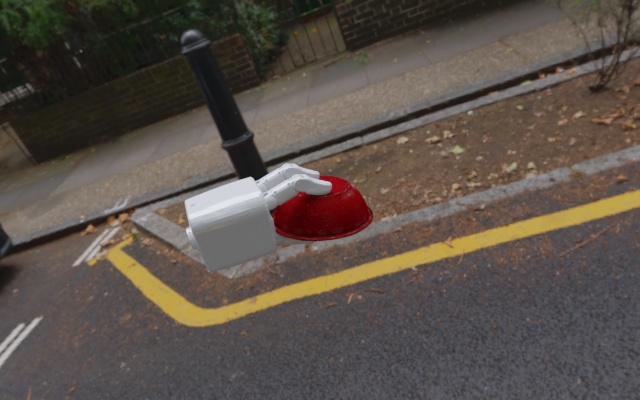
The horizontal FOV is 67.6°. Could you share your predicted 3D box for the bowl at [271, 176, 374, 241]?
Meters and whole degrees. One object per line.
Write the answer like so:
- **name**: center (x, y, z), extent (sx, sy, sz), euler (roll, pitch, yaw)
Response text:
- **bowl**: center (0.001, 0.002, 0.734), extent (0.162, 0.055, 0.162), euler (-3, 22, 1)
